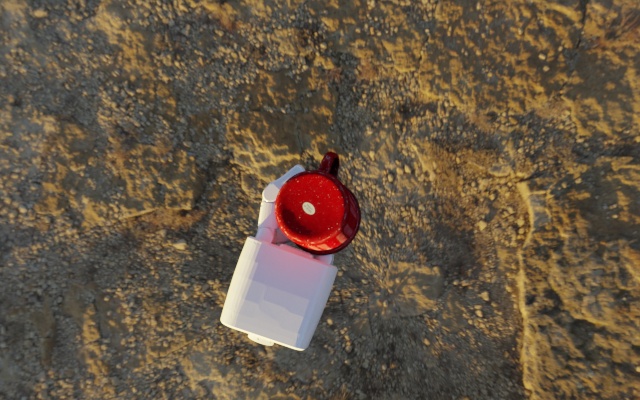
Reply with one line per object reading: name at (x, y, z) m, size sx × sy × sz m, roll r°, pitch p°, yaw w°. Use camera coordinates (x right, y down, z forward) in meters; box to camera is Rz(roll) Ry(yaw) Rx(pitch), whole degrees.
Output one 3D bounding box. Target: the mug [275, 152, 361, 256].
mug at (0.001, 0.000, 0.536) m, size 0.093 × 0.117 × 0.081 m, roll 17°, pitch -6°, yaw 11°
